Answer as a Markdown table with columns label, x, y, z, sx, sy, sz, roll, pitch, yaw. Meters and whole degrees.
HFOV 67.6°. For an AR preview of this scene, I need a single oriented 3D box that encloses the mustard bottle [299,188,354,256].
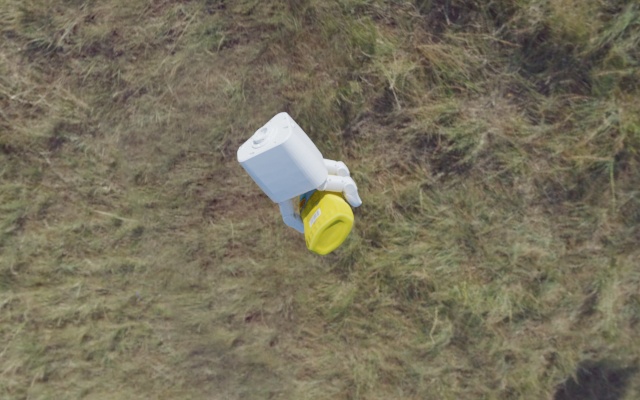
| label | x | y | z | sx | sy | sz | roll | pitch | yaw |
| --- | --- | --- | --- | --- | --- | --- | --- | --- | --- |
| mustard bottle | 0.000 | 0.003 | 0.855 | 0.058 | 0.096 | 0.191 | 22 | 28 | -26 |
